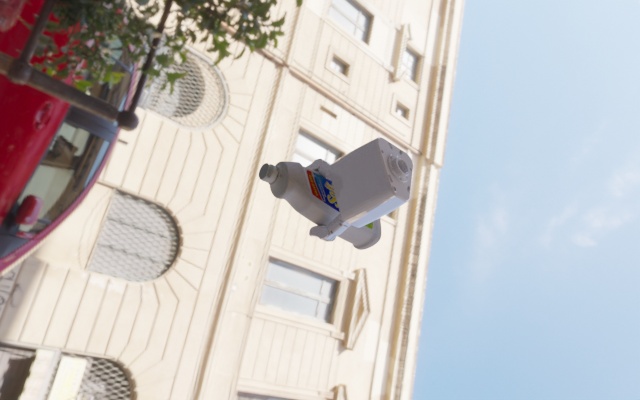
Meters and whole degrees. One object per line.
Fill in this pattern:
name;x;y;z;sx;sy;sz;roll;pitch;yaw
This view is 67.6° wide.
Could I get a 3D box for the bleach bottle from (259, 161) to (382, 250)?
bleach bottle;0.000;0.003;0.841;0.251;0.102;0.068;25;-41;-36
